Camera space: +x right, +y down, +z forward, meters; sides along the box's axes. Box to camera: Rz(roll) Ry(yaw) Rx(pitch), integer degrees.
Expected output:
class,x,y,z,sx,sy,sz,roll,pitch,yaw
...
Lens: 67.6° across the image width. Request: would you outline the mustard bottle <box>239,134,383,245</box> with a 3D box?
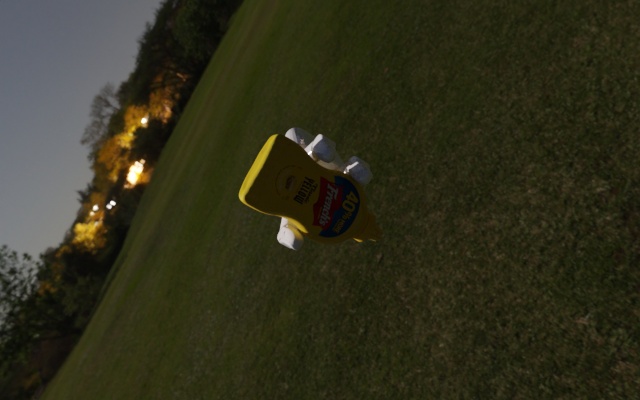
class,x,y,z,sx,sy,sz,roll,pitch,yaw
mustard bottle,0.000,0.002,0.611,0.192,0.096,0.058,30,-6,-19
